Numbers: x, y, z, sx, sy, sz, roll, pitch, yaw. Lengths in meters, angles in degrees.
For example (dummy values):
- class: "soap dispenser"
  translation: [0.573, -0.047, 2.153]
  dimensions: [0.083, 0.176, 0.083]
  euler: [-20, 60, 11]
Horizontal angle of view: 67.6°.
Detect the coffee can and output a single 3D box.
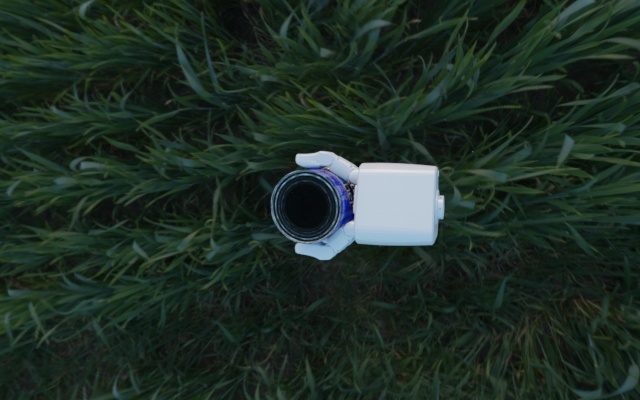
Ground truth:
- class: "coffee can"
  translation: [0.000, 0.002, 0.713]
  dimensions: [0.103, 0.103, 0.140]
  euler: [0, 6, 18]
